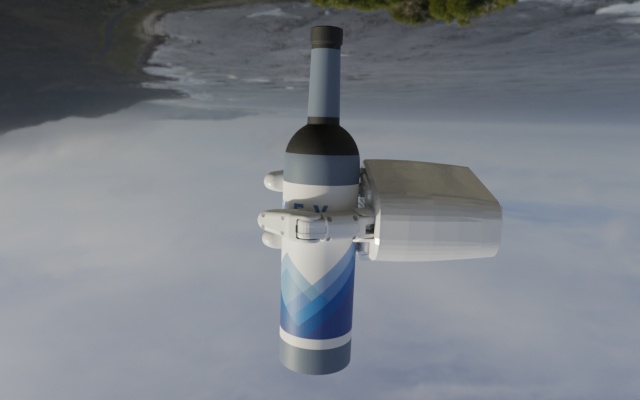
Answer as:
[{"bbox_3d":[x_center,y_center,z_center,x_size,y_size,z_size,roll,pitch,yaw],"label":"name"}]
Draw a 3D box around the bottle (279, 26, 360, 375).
[{"bbox_3d":[0.000,0.002,0.423,0.069,0.296,0.069,2,9,0],"label":"bottle"}]
